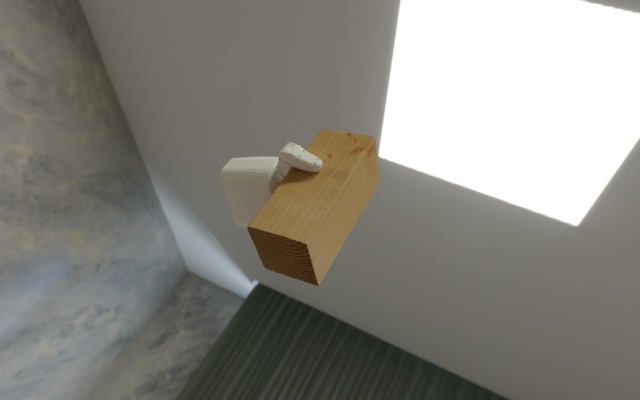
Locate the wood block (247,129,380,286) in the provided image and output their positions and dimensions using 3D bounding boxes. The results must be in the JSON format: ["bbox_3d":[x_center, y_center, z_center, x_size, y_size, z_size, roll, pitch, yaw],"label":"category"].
[{"bbox_3d":[0.000,0.002,0.664,0.090,0.091,0.206,14,51,26],"label":"wood block"}]
